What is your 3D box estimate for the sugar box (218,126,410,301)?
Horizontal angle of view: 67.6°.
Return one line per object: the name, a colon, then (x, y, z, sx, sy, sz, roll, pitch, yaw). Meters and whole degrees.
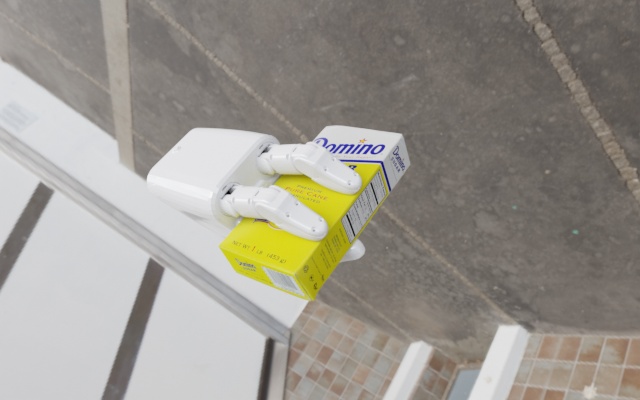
sugar box: (0.000, 0.001, 0.436, 0.093, 0.176, 0.048, 14, -36, 36)
